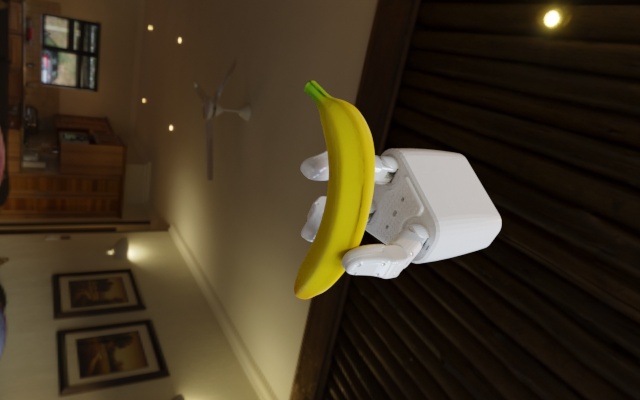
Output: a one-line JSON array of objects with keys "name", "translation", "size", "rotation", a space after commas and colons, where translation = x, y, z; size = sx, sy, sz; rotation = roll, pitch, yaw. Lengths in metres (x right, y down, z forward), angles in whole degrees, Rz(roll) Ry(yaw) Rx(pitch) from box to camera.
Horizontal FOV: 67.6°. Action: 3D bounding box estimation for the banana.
[{"name": "banana", "translation": [0.012, 0.003, 0.405], "size": [0.037, 0.198, 0.069], "rotation": [-8, 20, -40]}]
